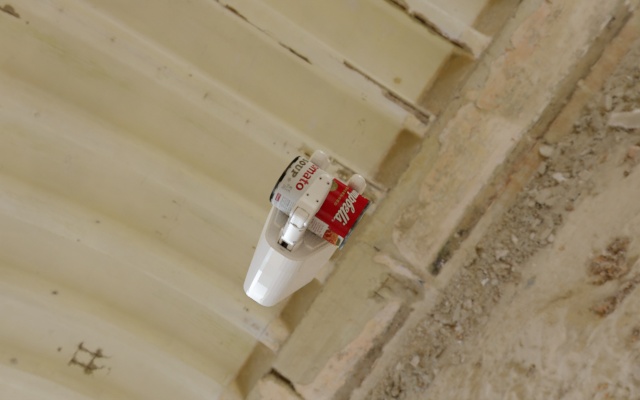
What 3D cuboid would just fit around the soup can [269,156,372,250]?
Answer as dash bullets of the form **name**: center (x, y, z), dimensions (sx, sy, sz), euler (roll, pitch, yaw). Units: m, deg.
- **soup can**: center (0.000, 0.001, 0.560), dimensions (0.102, 0.068, 0.068), euler (33, 3, 5)
